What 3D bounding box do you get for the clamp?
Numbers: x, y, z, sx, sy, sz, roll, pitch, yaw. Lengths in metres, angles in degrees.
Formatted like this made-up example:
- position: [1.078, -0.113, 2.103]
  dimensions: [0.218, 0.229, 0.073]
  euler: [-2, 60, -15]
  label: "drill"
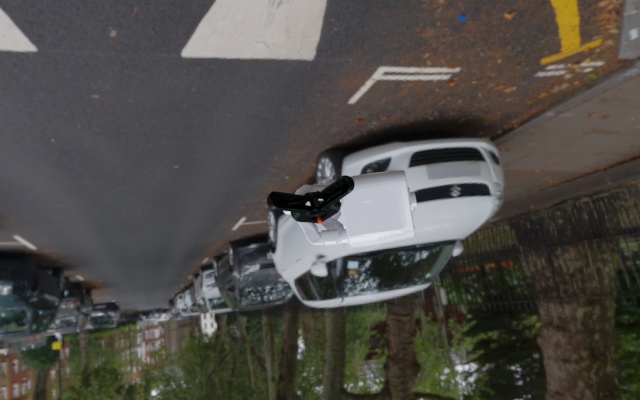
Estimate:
- position: [0.000, 0.003, 0.711]
  dimensions: [0.120, 0.039, 0.171]
  euler: [-9, -11, 10]
  label: "clamp"
